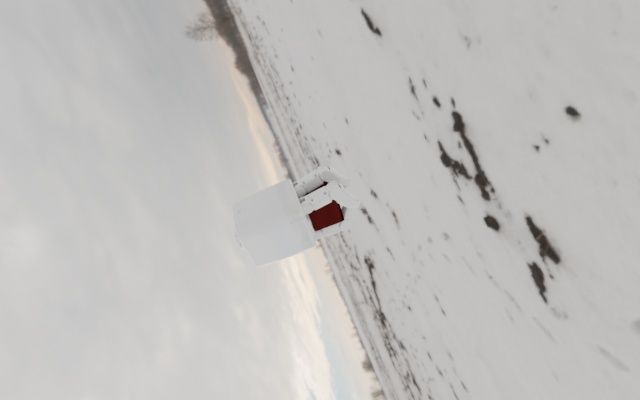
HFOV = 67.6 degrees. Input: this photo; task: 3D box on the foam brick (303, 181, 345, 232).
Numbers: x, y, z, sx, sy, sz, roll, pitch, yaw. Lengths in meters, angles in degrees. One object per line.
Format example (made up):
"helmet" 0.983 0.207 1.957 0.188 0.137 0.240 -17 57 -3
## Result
"foam brick" 0.000 0.002 0.785 0.051 0.053 0.078 -21 31 -2
